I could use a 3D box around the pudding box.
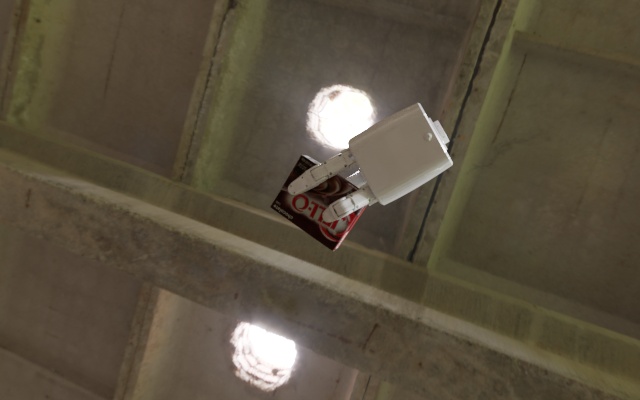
[{"bbox_3d":[0.000,0.002,0.671,0.113,0.090,0.039,35,13,11],"label":"pudding box"}]
